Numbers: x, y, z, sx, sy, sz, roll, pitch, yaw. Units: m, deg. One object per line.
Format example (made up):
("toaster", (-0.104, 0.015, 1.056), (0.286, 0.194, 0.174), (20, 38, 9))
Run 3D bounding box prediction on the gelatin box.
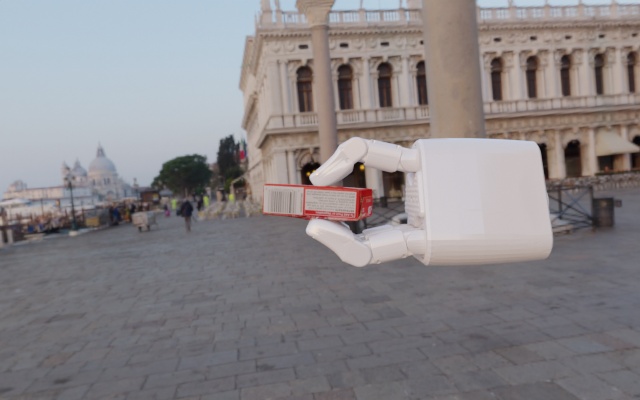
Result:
("gelatin box", (0.000, 0.001, 0.442), (0.089, 0.030, 0.073), (4, 2, 13))
